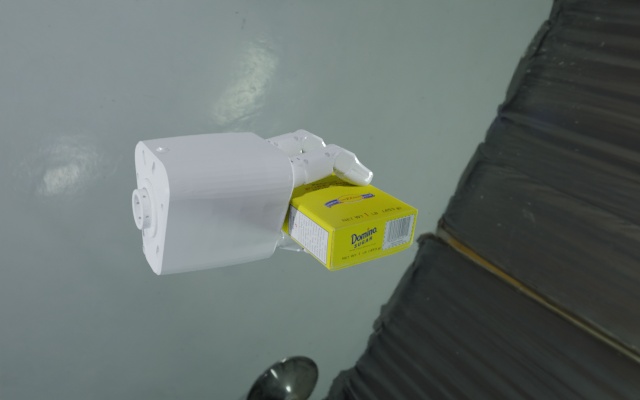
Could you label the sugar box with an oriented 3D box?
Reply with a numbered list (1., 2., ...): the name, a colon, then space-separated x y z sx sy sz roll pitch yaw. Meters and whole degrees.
1. sugar box: 0.000 0.001 0.467 0.093 0.048 0.176 -11 29 -32
